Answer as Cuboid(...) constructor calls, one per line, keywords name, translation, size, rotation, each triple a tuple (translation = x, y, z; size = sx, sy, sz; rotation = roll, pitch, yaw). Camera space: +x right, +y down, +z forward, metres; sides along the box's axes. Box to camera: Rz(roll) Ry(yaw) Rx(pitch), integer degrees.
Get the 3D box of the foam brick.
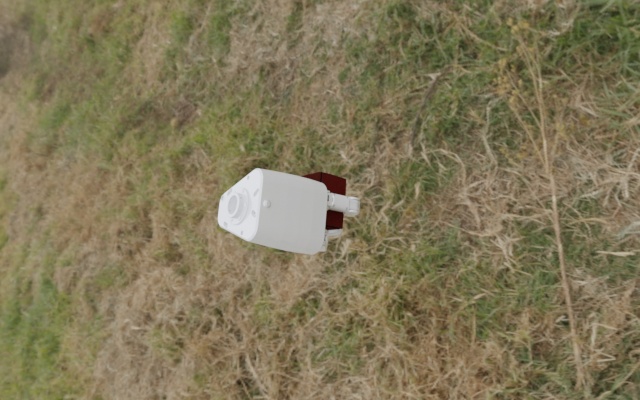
Cuboid(name="foam brick", translation=(0.000, 0.002, 0.697), size=(0.051, 0.078, 0.053), rotation=(14, -15, -38))
